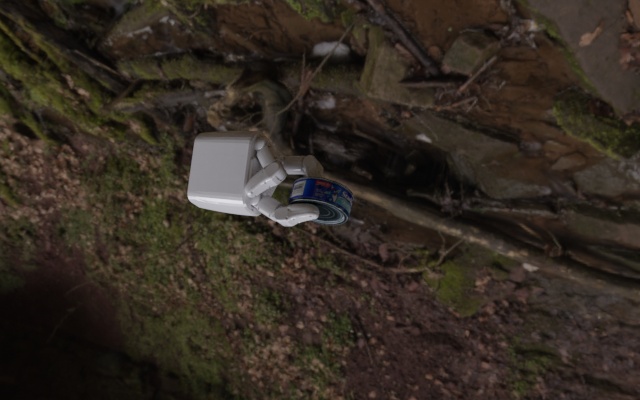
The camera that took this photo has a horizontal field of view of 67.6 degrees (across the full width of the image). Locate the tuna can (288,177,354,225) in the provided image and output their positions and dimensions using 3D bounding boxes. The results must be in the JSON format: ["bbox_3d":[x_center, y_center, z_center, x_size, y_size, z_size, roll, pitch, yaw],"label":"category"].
[{"bbox_3d":[0.000,0.003,0.651,0.086,0.033,0.086,12,-23,5],"label":"tuna can"}]
